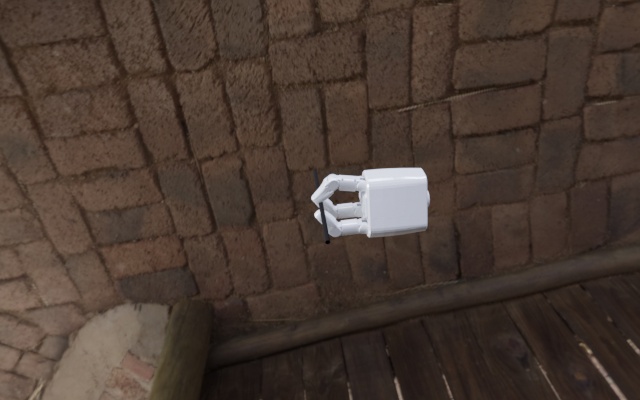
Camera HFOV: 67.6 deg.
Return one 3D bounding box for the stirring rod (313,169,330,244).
[{"bbox_3d":[0.000,0.003,0.838,0.011,0.011,0.239,0,31,-6],"label":"stirring rod"}]
